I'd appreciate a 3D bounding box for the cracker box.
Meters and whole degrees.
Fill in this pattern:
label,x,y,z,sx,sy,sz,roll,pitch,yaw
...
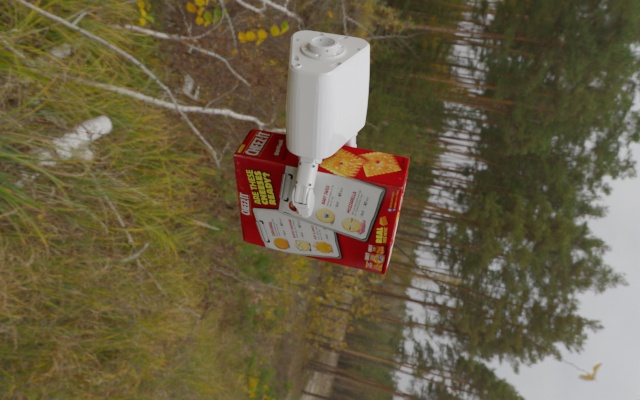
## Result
label,x,y,z,sx,sy,sz,roll,pitch,yaw
cracker box,0.000,0.002,0.648,0.213,0.164,0.072,12,43,10
